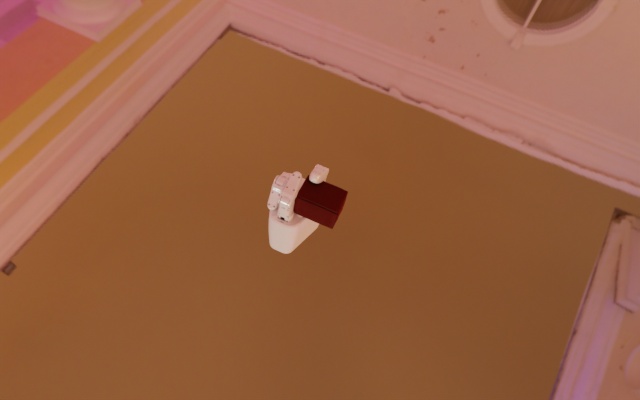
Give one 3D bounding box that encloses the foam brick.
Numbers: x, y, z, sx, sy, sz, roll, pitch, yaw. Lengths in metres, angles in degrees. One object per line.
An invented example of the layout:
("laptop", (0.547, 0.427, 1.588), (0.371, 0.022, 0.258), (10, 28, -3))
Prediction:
("foam brick", (0.000, 0.003, 0.816), (0.078, 0.053, 0.051), (23, -35, 8))
